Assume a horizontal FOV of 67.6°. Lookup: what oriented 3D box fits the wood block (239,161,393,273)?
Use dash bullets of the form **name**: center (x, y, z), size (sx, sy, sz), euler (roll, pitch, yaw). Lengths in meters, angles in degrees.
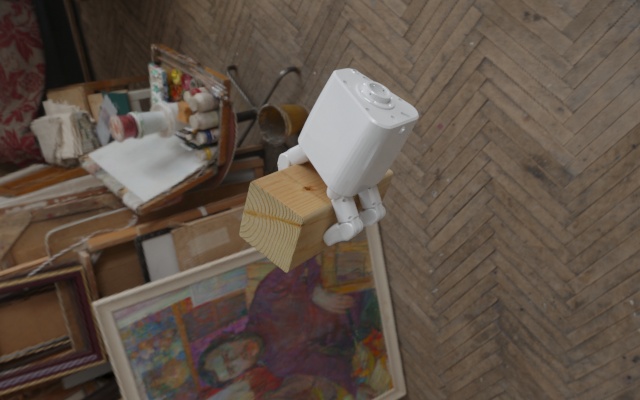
- **wood block**: center (0.000, 0.002, 0.656), size (0.090, 0.090, 0.206), euler (35, 37, 25)
